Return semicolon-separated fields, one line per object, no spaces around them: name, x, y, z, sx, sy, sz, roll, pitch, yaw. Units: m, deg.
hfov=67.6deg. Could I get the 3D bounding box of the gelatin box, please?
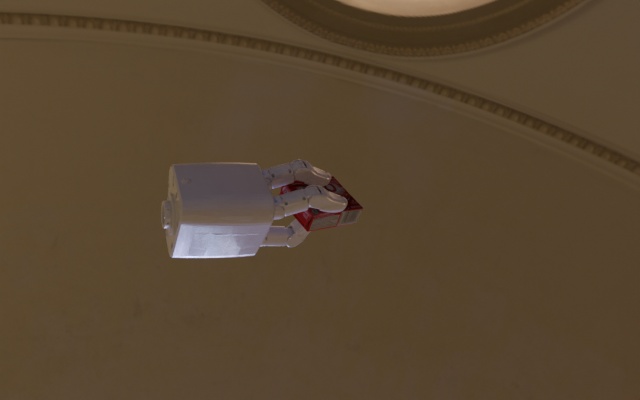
gelatin box;0.000;0.002;0.632;0.089;0.030;0.073;-7;43;-39
